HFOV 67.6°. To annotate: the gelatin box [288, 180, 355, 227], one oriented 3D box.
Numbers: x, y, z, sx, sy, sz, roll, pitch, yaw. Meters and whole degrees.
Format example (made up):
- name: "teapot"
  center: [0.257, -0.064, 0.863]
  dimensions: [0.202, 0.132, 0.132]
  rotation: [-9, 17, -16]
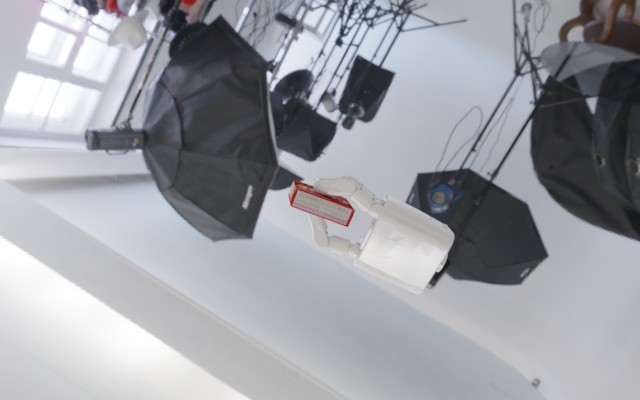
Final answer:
- name: "gelatin box"
  center: [0.000, 0.003, 0.685]
  dimensions: [0.089, 0.030, 0.073]
  rotation: [20, 10, -10]
